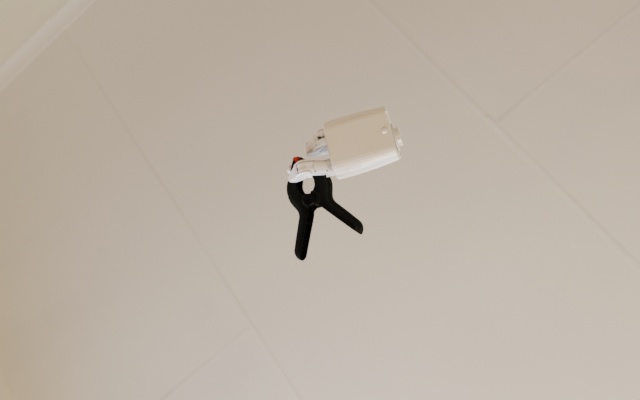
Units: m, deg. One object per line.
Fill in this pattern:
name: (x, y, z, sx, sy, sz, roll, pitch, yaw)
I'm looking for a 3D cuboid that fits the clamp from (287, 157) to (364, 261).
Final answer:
clamp: (0.000, 0.003, 0.780, 0.120, 0.171, 0.039, -15, -14, 12)
